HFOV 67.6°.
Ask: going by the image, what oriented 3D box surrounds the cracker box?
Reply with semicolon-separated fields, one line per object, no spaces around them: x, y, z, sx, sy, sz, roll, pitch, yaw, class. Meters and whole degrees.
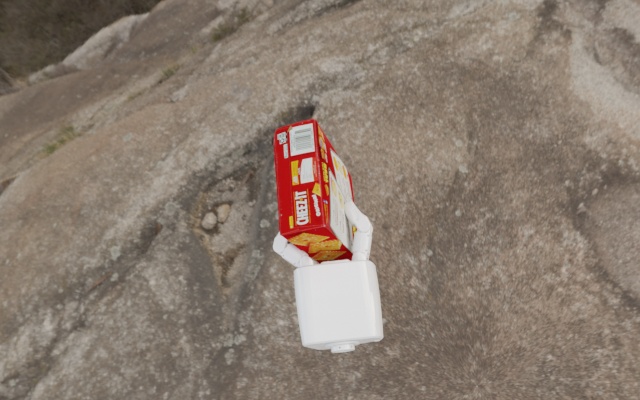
0.000;0.002;0.729;0.072;0.164;0.214;-11;-23;14;cracker box
